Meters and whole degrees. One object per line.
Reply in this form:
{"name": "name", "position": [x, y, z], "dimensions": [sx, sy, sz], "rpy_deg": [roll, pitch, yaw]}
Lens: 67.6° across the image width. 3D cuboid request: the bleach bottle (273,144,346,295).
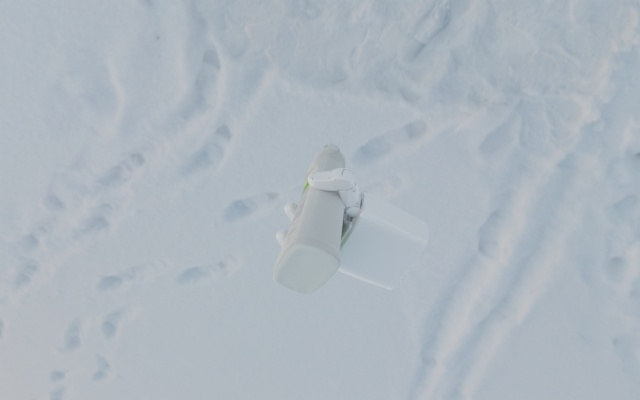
{"name": "bleach bottle", "position": [0.000, 0.002, 0.668], "dimensions": [0.068, 0.250, 0.103], "rpy_deg": [25, -46, -11]}
